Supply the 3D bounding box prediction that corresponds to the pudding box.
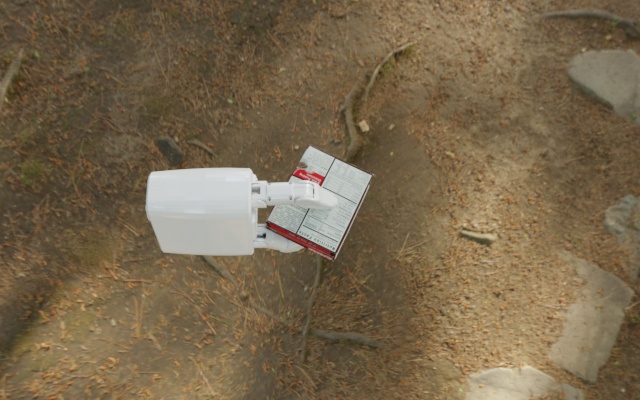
[{"bbox_3d":[0.000,0.002,0.562,0.090,0.113,0.039,26,-18,4],"label":"pudding box"}]
